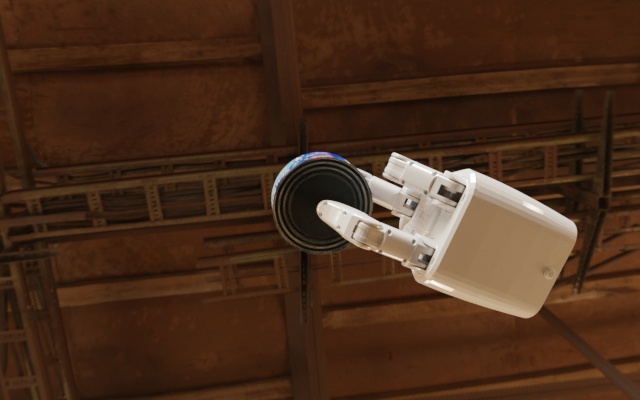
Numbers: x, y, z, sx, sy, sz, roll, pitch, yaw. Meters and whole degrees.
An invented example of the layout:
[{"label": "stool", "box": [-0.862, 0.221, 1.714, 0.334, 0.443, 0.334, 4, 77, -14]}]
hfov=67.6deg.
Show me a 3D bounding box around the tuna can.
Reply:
[{"label": "tuna can", "box": [0.000, 0.001, 0.417, 0.086, 0.086, 0.033, 0, 16, -10]}]
